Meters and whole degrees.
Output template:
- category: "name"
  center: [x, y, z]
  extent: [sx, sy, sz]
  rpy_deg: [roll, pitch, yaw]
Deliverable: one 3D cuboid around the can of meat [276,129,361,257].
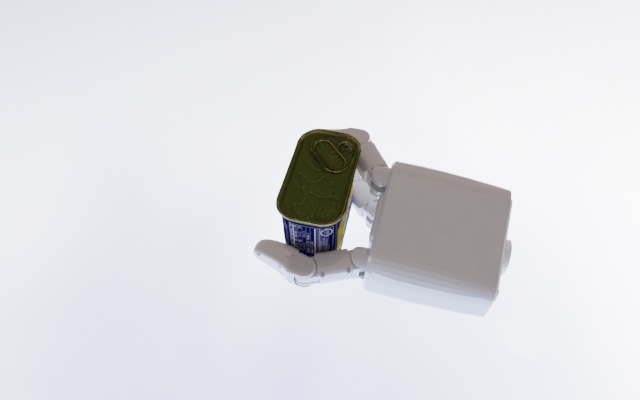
- category: "can of meat"
  center: [0.000, 0.002, 0.435]
  extent: [0.057, 0.102, 0.084]
  rpy_deg: [11, -35, 8]
